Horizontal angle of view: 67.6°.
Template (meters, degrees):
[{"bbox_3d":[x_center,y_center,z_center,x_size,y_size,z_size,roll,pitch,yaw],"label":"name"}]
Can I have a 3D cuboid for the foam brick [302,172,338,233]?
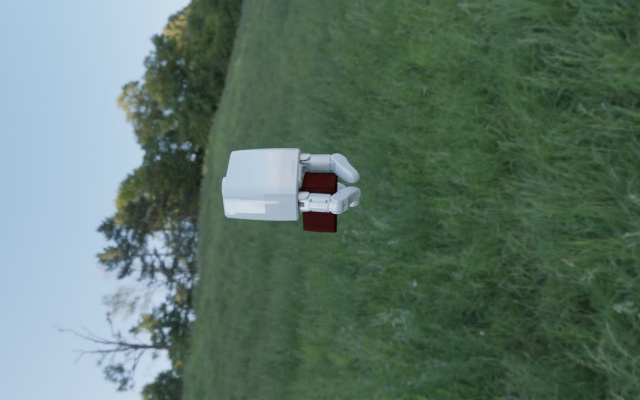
[{"bbox_3d":[0.000,0.003,0.723,0.051,0.078,0.053,1,30,3],"label":"foam brick"}]
